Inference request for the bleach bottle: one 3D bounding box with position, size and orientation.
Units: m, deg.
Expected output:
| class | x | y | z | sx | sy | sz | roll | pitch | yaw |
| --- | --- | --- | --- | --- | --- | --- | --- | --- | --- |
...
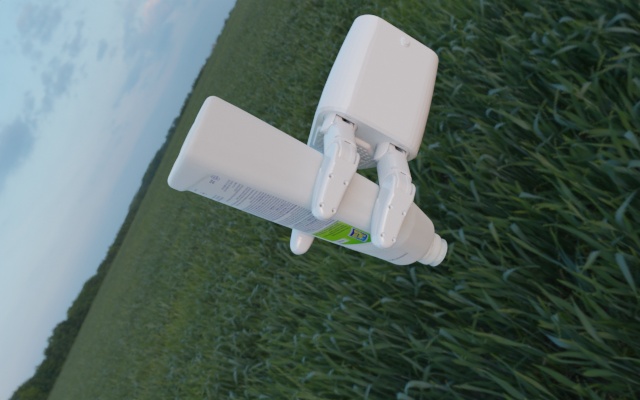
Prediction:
| class | x | y | z | sx | sy | sz | roll | pitch | yaw |
| --- | --- | --- | --- | --- | --- | --- | --- | --- | --- |
| bleach bottle | 0.000 | 0.001 | 0.424 | 0.251 | 0.068 | 0.102 | 25 | -20 | -18 |
